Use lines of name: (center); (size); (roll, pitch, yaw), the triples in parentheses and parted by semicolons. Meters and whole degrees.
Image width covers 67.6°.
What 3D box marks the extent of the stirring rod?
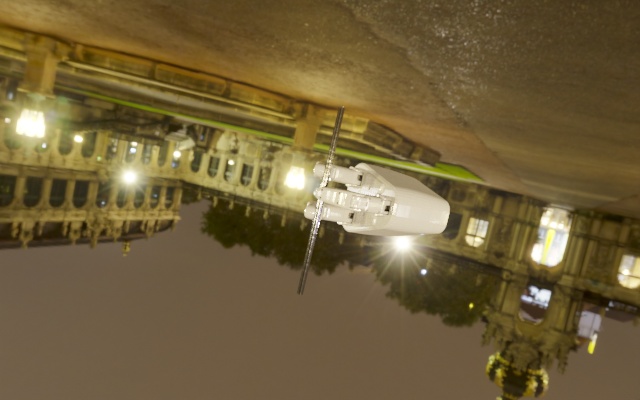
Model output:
stirring rod: (0.000, 0.002, 0.599); (0.011, 0.239, 0.011); (13, 4, -1)
